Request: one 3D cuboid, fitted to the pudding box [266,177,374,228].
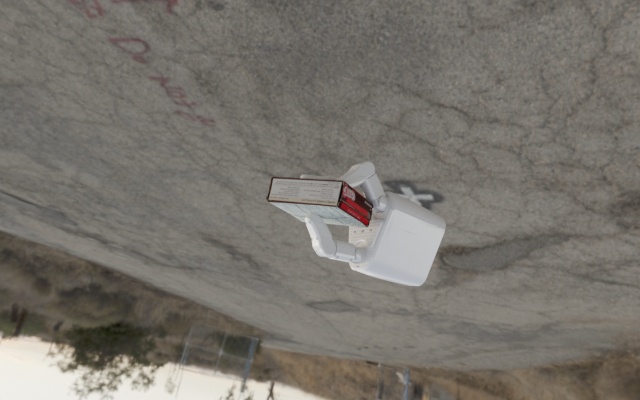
[{"bbox_3d":[0.000,0.002,0.624,0.113,0.039,0.090,3,-19,32],"label":"pudding box"}]
